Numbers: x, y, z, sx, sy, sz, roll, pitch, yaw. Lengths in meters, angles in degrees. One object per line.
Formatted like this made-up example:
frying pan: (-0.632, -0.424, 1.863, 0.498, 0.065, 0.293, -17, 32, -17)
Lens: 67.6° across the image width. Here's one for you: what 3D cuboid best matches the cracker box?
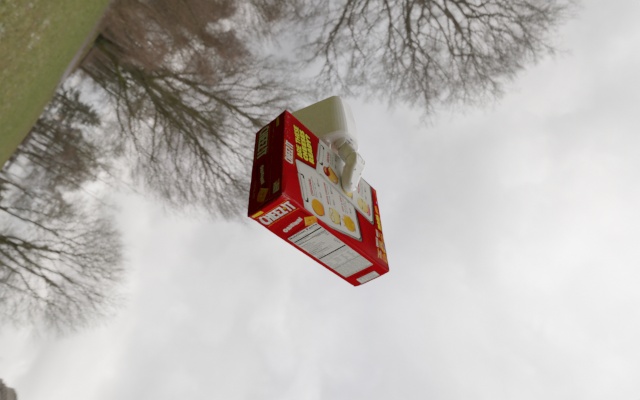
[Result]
cracker box: (0.000, 0.002, 0.668, 0.072, 0.164, 0.214, -32, -51, 27)
